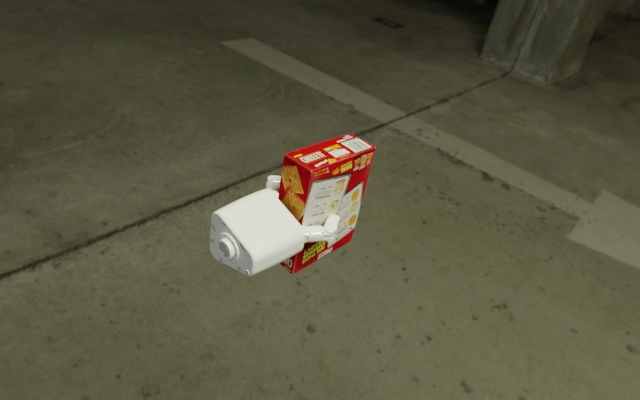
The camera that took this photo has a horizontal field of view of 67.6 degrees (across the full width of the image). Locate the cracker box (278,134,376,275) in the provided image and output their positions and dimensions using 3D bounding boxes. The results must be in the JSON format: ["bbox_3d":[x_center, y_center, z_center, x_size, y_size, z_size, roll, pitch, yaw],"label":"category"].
[{"bbox_3d":[0.000,0.003,0.838,0.072,0.214,0.164,35,40,30],"label":"cracker box"}]
